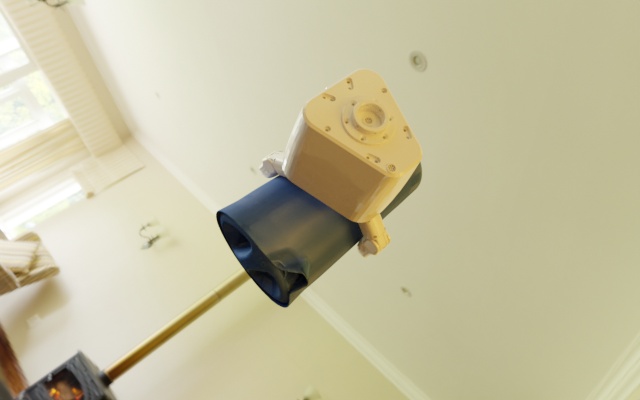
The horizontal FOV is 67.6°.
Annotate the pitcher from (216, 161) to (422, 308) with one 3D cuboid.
[{"bbox_3d":[0.000,0.002,0.587,0.242,0.149,0.145,-36,-12,-23],"label":"pitcher"}]
